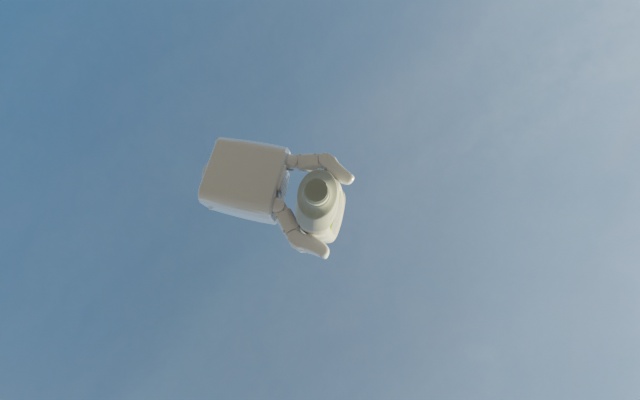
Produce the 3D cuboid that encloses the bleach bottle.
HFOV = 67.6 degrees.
[{"bbox_3d":[0.000,0.002,0.681,0.068,0.102,0.251,10,-10,4],"label":"bleach bottle"}]
